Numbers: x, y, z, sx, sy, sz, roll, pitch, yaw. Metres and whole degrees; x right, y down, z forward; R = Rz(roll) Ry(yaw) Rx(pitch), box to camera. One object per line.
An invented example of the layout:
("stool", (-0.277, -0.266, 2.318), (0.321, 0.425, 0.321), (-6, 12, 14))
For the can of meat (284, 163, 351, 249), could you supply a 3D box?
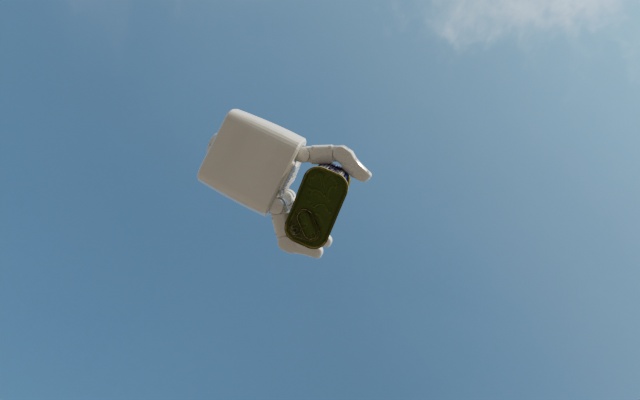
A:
("can of meat", (0.000, 0.002, 0.623), (0.057, 0.102, 0.084), (23, 14, 4))
